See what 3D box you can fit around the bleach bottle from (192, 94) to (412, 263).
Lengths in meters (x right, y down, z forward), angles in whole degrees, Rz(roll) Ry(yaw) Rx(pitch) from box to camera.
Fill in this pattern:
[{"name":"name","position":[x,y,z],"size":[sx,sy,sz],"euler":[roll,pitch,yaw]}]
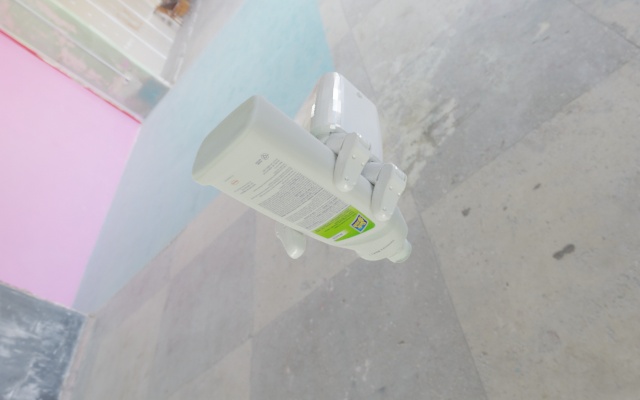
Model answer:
[{"name":"bleach bottle","position":[0.000,0.002,0.498],"size":[0.251,0.068,0.102],"euler":[35,-50,-30]}]
